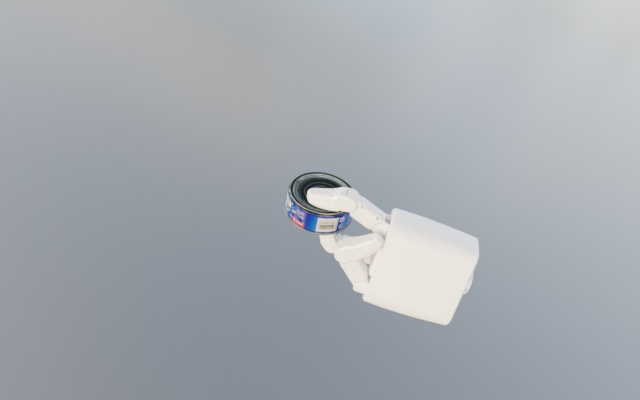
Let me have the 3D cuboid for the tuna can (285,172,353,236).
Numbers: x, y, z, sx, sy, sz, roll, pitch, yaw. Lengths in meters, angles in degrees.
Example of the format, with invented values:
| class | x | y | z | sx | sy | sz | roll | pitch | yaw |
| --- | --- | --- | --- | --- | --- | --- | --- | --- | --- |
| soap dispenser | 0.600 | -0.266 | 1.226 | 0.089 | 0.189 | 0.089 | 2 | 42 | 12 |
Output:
| class | x | y | z | sx | sy | sz | roll | pitch | yaw |
| --- | --- | --- | --- | --- | --- | --- | --- | --- | --- |
| tuna can | 0.000 | 0.001 | 0.592 | 0.086 | 0.034 | 0.086 | 7 | 39 | -6 |
